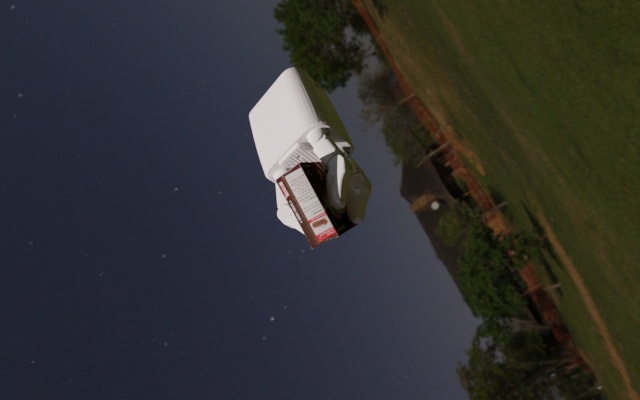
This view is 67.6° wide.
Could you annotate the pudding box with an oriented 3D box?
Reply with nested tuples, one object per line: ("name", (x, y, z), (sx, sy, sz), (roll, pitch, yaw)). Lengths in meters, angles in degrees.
("pudding box", (0.000, 0.002, 0.557), (0.039, 0.090, 0.113), (-30, -4, 18))
